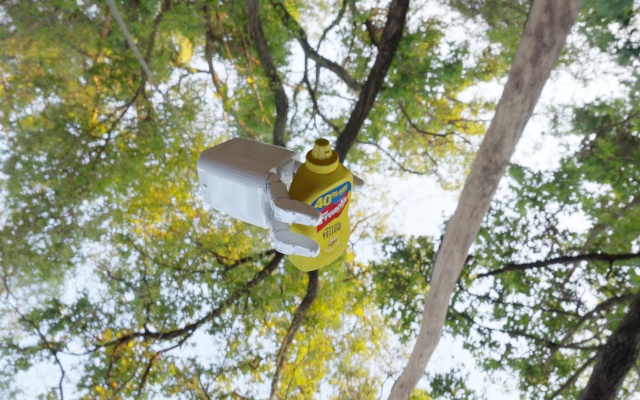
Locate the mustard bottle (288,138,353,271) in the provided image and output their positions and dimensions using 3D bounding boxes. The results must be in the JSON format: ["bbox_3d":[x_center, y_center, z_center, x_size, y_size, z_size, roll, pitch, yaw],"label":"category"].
[{"bbox_3d":[0.000,0.002,0.629,0.096,0.192,0.058,-28,49,-29],"label":"mustard bottle"}]
